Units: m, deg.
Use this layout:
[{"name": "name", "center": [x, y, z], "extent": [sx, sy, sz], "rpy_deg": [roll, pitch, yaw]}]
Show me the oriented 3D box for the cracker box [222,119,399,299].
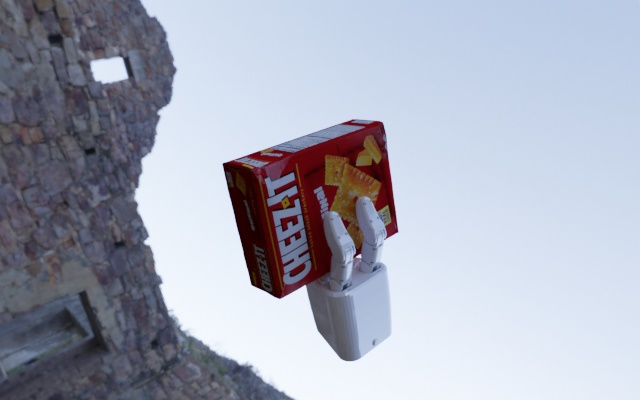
[{"name": "cracker box", "center": [0.000, 0.002, 0.606], "extent": [0.213, 0.164, 0.072], "rpy_deg": [-24, 24, -35]}]
